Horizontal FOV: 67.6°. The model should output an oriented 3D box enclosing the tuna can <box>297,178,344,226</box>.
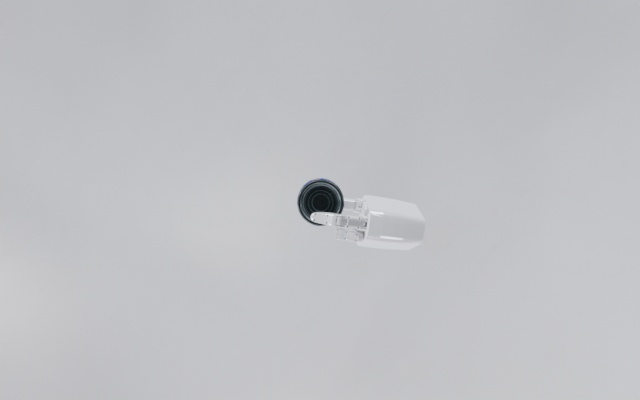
[{"bbox_3d":[0.000,0.003,0.865,0.086,0.086,0.034,0,5,-1],"label":"tuna can"}]
